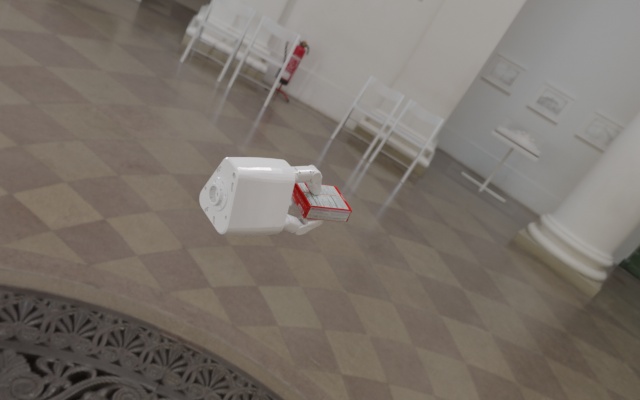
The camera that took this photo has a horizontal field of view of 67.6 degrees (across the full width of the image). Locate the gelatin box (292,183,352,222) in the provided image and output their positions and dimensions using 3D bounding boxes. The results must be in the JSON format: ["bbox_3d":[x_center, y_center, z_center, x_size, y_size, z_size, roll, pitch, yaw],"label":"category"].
[{"bbox_3d":[0.001,0.002,0.829,0.089,0.030,0.073,5,34,-31],"label":"gelatin box"}]
